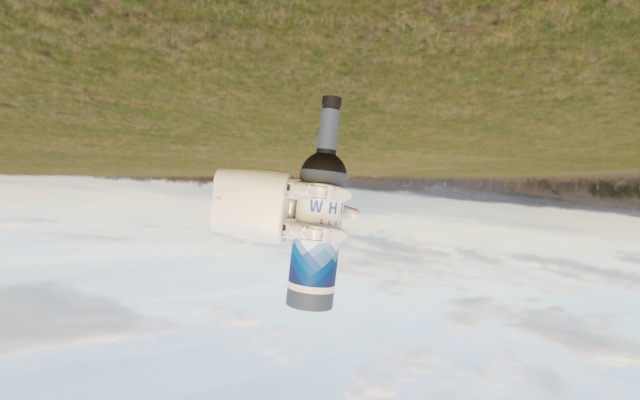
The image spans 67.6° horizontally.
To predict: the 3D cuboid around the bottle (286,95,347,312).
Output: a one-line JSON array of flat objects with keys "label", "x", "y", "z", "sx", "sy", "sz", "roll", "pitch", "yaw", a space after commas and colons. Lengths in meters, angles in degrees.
[{"label": "bottle", "x": 0.000, "y": 0.002, "z": 0.670, "sx": 0.069, "sy": 0.296, "sz": 0.069, "roll": 6, "pitch": 2, "yaw": 0}]
